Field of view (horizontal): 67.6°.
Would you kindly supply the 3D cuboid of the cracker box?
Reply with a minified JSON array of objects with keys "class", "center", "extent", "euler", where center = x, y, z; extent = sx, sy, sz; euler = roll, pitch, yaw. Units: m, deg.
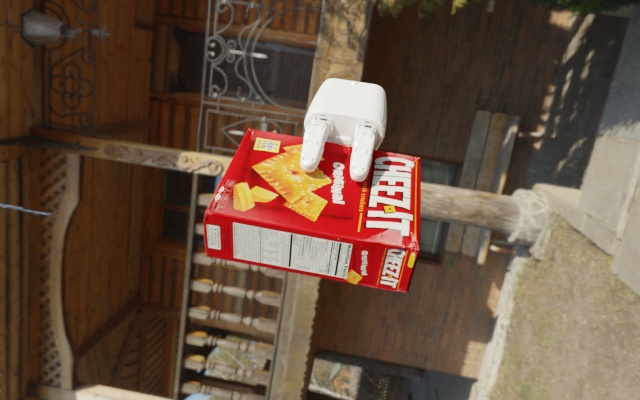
[{"class":"cracker box","center":[0.000,0.002,0.528],"extent":[0.213,0.072,0.164],"euler":[10,40,4]}]
